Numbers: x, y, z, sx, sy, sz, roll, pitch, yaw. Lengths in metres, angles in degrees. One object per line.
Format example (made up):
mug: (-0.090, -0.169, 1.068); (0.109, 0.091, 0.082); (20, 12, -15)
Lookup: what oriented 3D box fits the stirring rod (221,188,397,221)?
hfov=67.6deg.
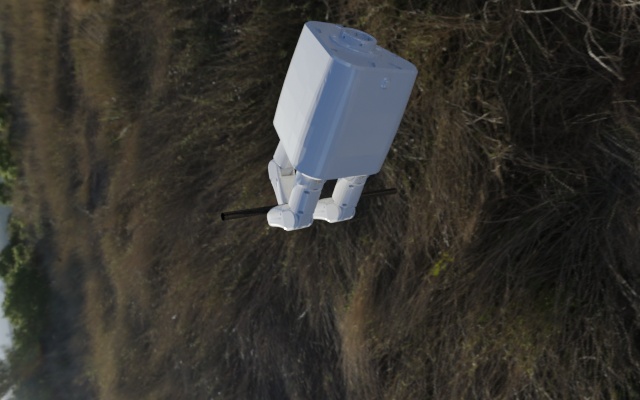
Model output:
stirring rod: (0.000, 0.002, 0.534); (0.239, 0.011, 0.011); (-8, 5, -37)
